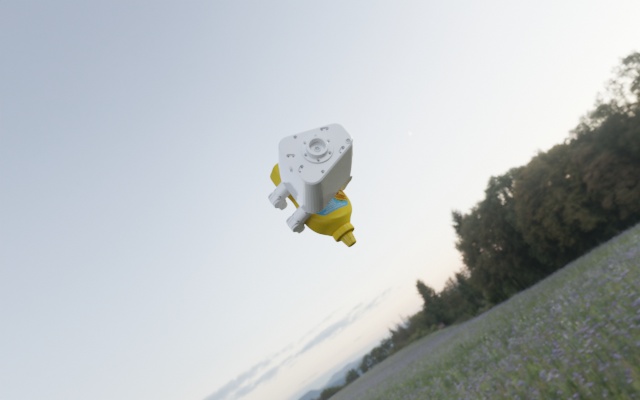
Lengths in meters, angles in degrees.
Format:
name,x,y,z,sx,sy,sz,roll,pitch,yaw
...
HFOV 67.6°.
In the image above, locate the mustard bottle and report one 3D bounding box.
name,x,y,z,sx,sy,sz,roll,pitch,yaw
mustard bottle,0.000,0.003,0.842,0.096,0.191,0.058,-24,-23,-36
